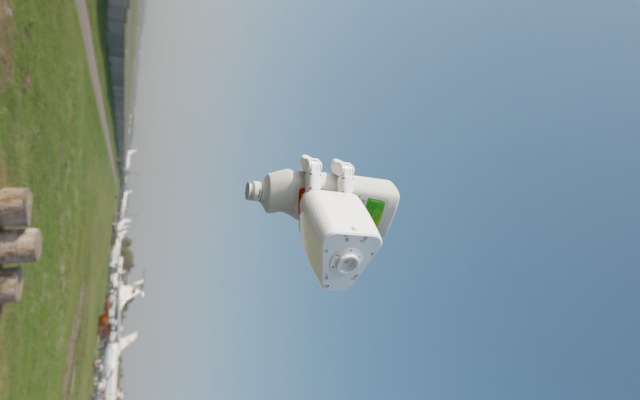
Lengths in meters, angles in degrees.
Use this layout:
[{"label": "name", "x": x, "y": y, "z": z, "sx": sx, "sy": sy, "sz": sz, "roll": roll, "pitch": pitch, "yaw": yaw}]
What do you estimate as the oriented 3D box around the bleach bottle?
[{"label": "bleach bottle", "x": 0.000, "y": 0.002, "z": 0.788, "sx": 0.251, "sy": 0.103, "sz": 0.068, "roll": 5, "pitch": 32, "yaw": -22}]
